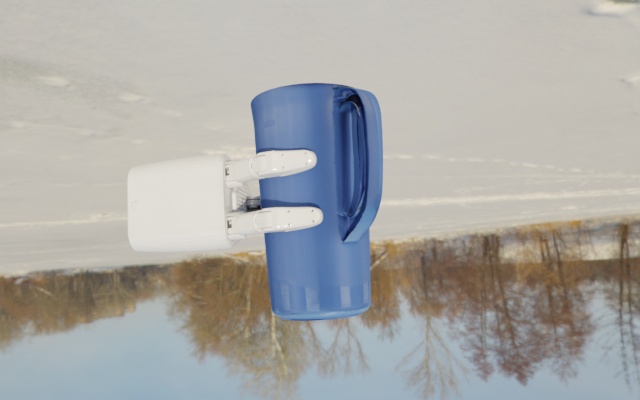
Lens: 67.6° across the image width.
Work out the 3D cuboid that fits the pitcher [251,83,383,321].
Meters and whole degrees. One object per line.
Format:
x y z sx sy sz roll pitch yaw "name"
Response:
0.000 0.002 0.519 0.145 0.243 0.149 -5 -6 8 "pitcher"
